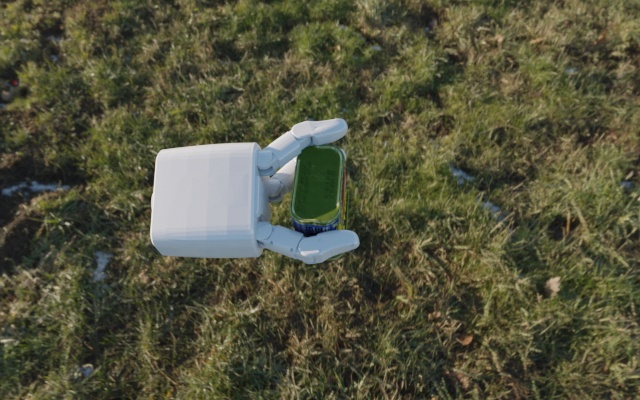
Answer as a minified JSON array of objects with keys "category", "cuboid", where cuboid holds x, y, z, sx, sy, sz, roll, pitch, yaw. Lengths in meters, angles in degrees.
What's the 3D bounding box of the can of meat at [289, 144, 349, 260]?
[{"category":"can of meat","cuboid":[0.000,0.002,0.520,0.057,0.102,0.084,2,-31,6]}]
